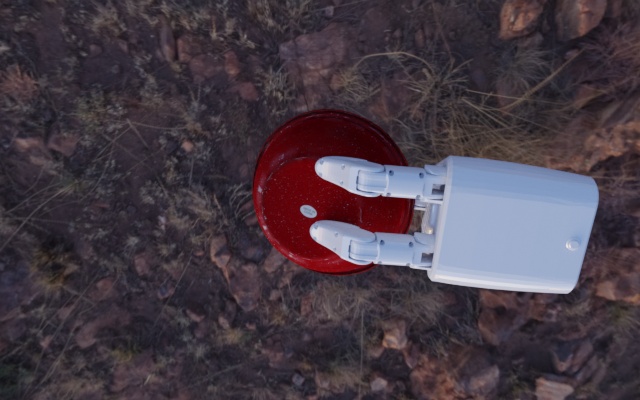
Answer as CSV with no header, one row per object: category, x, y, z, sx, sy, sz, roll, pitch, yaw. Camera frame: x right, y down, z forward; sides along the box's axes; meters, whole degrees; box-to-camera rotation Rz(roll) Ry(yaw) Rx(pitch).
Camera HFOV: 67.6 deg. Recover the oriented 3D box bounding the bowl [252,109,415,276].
bowl,-0.001,0.002,0.429,0.162,0.162,0.055,0,14,20
